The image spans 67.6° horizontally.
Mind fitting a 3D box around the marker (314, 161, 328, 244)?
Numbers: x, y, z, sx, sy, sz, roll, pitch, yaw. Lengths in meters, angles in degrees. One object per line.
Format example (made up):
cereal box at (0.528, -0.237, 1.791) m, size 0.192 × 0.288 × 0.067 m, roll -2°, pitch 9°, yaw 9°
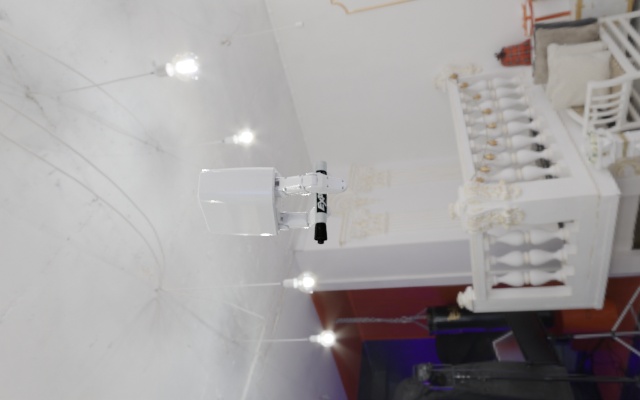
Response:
marker at (0.000, 0.002, 0.668) m, size 0.020 × 0.121 × 0.020 m, roll 0°, pitch -21°, yaw 0°
